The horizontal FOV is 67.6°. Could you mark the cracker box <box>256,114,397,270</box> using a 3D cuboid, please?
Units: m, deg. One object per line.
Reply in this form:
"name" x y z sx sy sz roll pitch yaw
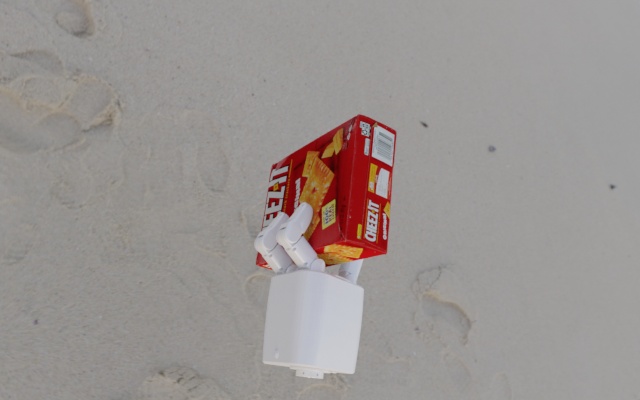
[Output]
"cracker box" 0.000 0.002 0.634 0.072 0.164 0.214 21 -25 -30
